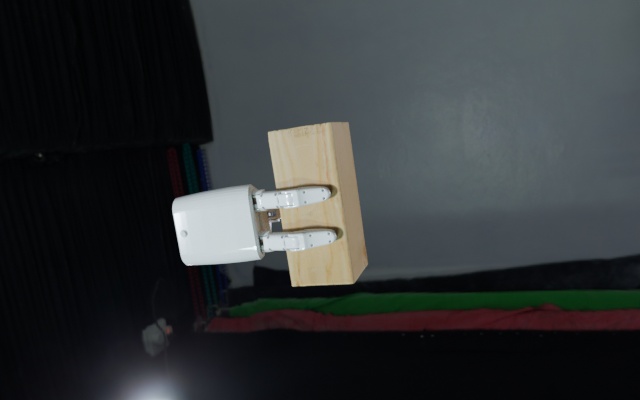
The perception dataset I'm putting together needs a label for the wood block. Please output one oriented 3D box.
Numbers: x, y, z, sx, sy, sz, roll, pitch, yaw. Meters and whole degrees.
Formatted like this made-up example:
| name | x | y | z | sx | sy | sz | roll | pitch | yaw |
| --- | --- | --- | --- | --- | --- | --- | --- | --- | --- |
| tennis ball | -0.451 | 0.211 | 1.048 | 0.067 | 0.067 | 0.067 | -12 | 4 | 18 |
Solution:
| name | x | y | z | sx | sy | sz | roll | pitch | yaw |
| --- | --- | --- | --- | --- | --- | --- | --- | --- | --- |
| wood block | 0.000 | 0.002 | 0.650 | 0.090 | 0.206 | 0.091 | -6 | 8 | 18 |
